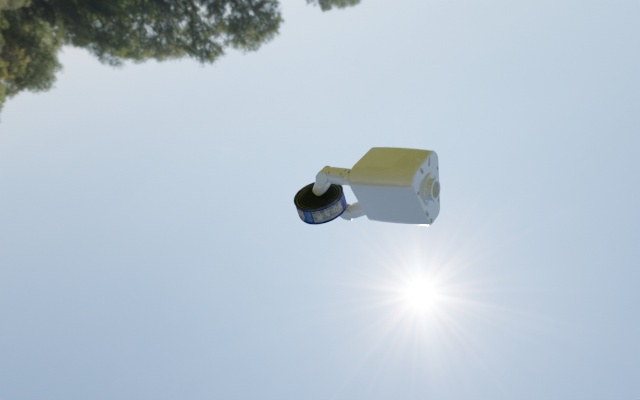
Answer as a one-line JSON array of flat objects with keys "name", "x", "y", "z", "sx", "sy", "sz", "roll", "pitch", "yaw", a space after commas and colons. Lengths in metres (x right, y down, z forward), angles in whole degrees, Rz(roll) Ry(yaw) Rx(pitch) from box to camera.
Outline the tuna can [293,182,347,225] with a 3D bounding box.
[{"name": "tuna can", "x": 0.000, "y": 0.003, "z": 0.801, "sx": 0.086, "sy": 0.034, "sz": 0.086, "roll": -13, "pitch": 33, "yaw": 8}]
